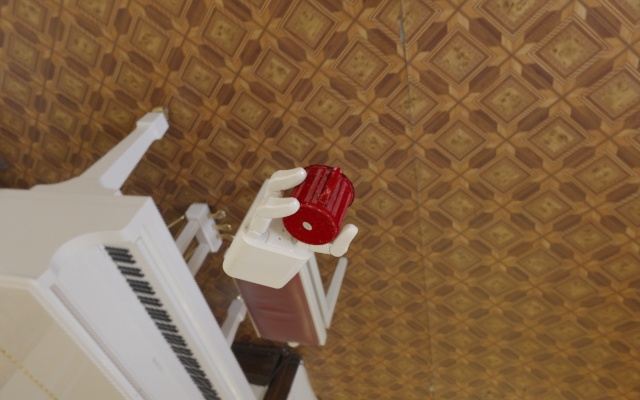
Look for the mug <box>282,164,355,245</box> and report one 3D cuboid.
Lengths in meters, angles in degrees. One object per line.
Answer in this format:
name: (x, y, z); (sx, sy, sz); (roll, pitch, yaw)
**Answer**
mug: (0.001, 0.002, 0.669); (0.093, 0.081, 0.117); (28, -45, -6)
